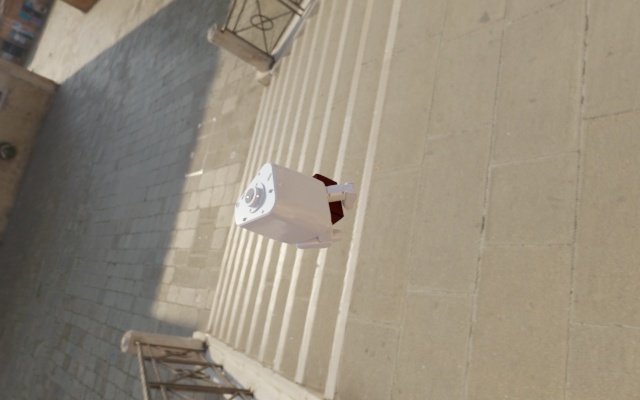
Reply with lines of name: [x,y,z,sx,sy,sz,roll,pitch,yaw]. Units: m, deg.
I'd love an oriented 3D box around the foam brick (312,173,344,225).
foam brick: [0.000,0.003,0.822,0.051,0.078,0.053,22,-47,-36]
